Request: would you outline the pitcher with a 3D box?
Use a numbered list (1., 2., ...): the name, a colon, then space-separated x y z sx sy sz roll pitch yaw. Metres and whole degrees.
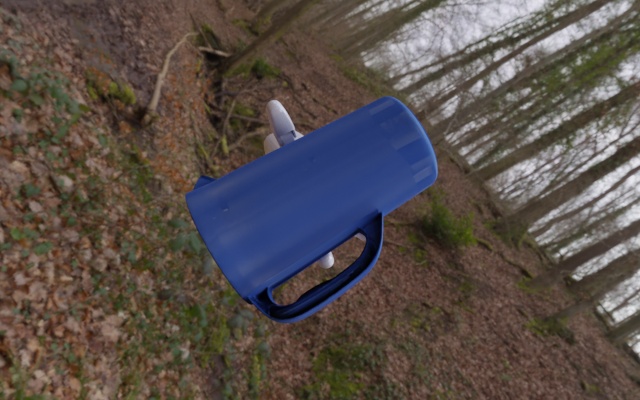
1. pitcher: 0.000 0.002 0.498 0.243 0.149 0.145 -30 22 -4
